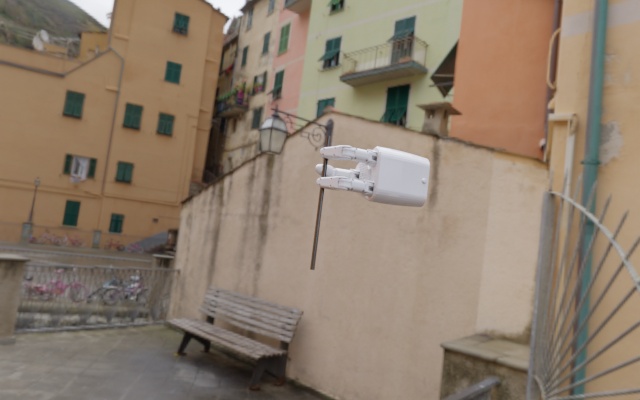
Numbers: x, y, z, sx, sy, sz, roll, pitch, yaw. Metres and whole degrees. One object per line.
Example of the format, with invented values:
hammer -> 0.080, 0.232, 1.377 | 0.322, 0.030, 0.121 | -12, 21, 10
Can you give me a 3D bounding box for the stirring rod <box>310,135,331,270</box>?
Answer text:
stirring rod -> 0.000, 0.003, 0.849 | 0.011, 0.239, 0.011 | 7, -5, 1
